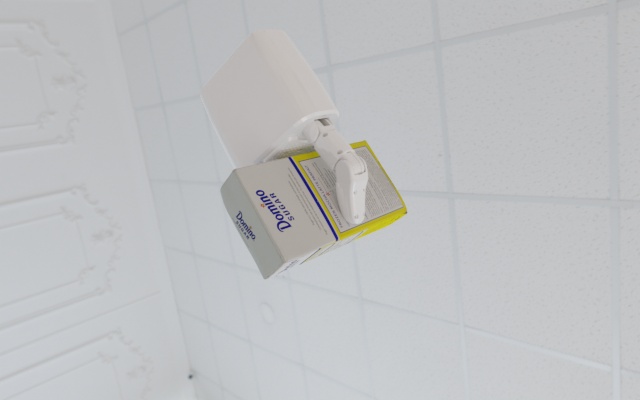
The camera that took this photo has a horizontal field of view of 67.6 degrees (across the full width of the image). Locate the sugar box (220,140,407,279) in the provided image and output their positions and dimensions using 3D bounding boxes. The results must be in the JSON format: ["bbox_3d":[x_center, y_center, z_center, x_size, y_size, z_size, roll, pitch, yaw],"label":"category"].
[{"bbox_3d":[0.000,0.002,0.459,0.176,0.093,0.048,-18,-18,-41],"label":"sugar box"}]
